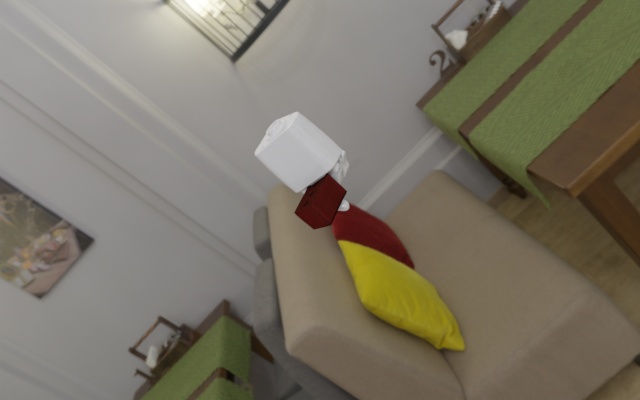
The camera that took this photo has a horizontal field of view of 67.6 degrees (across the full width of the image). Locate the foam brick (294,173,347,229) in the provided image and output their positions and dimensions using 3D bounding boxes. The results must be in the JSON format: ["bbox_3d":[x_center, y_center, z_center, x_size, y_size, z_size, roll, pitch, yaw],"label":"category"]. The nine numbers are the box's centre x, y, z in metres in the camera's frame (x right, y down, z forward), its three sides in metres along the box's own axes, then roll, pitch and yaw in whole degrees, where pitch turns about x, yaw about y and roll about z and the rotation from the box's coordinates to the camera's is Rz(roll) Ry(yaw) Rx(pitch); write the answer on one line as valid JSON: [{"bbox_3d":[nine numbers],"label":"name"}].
[{"bbox_3d":[0.000,0.003,0.833,0.051,0.078,0.053,41,-35,-22],"label":"foam brick"}]
